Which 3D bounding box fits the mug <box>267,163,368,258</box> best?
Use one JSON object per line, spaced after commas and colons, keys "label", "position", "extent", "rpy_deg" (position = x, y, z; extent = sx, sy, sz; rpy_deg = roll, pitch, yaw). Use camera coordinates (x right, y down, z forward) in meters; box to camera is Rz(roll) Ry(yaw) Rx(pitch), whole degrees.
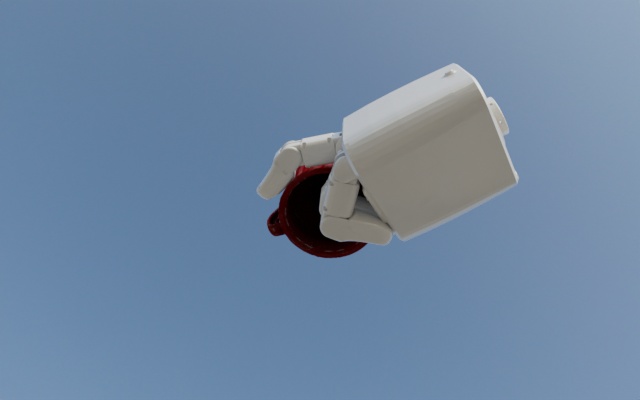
{"label": "mug", "position": [-0.001, 0.002, 0.474], "extent": [0.117, 0.093, 0.081], "rpy_deg": [-27, 20, 15]}
